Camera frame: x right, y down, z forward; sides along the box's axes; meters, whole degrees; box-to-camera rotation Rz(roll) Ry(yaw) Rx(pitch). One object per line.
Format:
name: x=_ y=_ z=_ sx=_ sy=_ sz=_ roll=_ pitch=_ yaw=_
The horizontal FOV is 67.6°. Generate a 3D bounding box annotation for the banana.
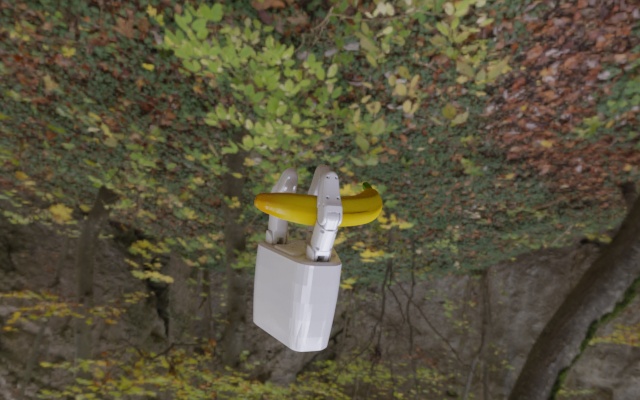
banana: x=0.015 y=0.007 z=0.572 sx=0.198 sy=0.037 sz=0.069 roll=-5 pitch=22 yaw=-45
